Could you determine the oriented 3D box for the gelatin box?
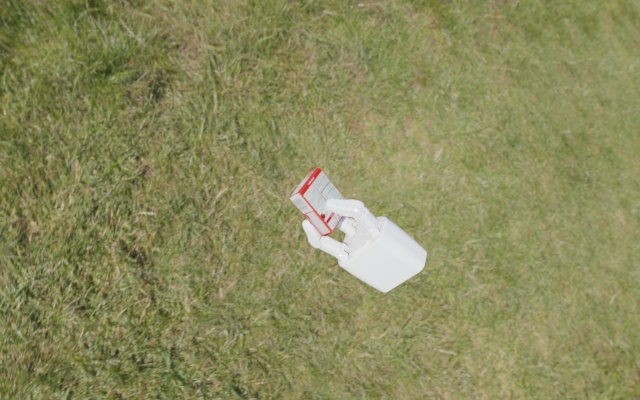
[{"bbox_3d":[0.000,0.002,0.782,0.030,0.089,0.073,-23,23,44],"label":"gelatin box"}]
